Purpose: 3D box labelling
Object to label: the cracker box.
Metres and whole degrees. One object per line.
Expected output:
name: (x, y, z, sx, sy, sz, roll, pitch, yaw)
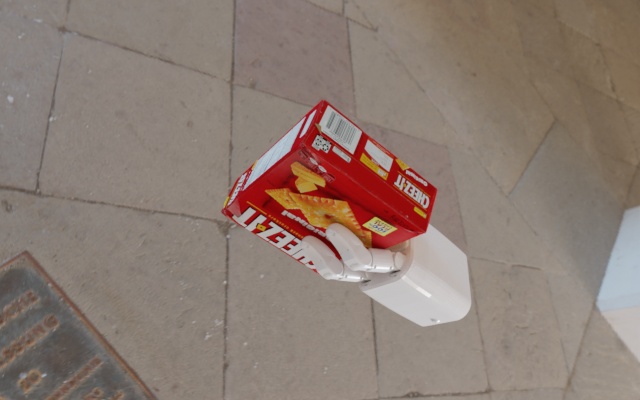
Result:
cracker box: (0.000, 0.002, 0.561, 0.164, 0.072, 0.214, 35, -35, -17)
